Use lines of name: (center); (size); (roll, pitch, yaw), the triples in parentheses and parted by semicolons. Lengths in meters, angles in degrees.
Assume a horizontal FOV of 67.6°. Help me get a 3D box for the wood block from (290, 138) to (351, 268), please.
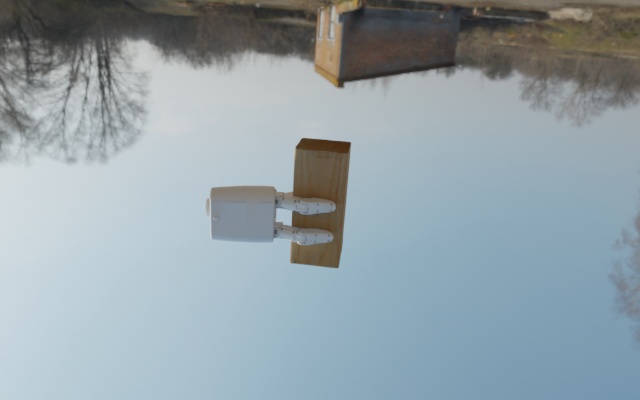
wood block: (0.000, 0.003, 0.839); (0.090, 0.206, 0.090); (5, 20, 4)
